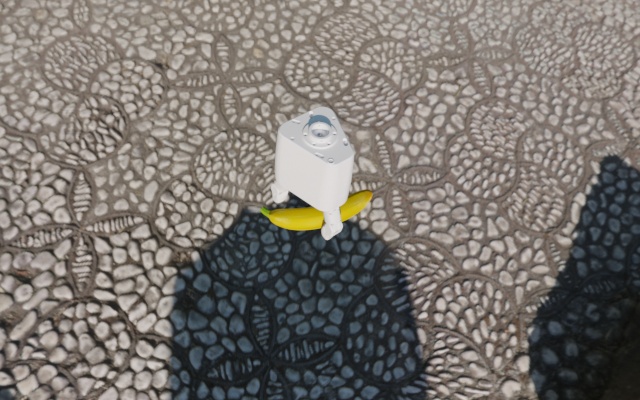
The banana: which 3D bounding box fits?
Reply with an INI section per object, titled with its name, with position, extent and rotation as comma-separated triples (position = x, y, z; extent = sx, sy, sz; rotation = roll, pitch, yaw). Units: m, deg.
[banana]
position = 0.001, 0.017, 0.805
extent = 0.198, 0.069, 0.037
rotation = -8, -42, -10
